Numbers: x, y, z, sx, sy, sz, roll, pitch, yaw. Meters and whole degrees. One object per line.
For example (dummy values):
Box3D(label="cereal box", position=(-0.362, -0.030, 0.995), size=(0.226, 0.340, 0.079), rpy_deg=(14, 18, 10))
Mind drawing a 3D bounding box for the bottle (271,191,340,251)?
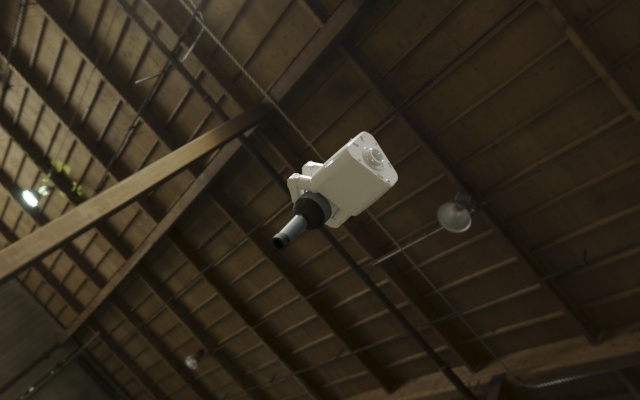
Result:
Box3D(label="bottle", position=(0.000, 0.003, 0.895), size=(0.069, 0.069, 0.295), rpy_deg=(0, 28, 33))
